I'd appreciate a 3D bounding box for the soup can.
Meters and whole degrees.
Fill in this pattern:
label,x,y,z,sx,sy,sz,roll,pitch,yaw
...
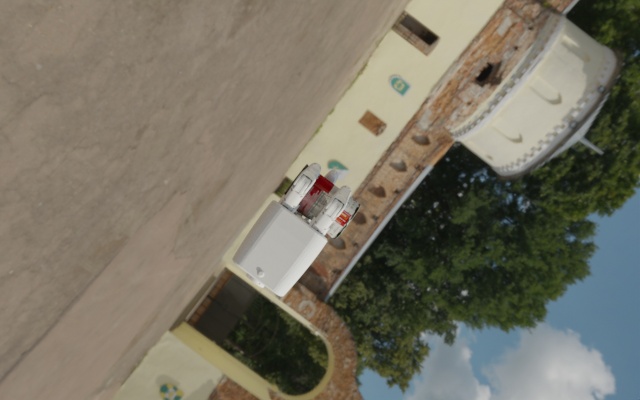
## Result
label,x,y,z,sx,sy,sz,roll,pitch,yaw
soup can,0.001,0.002,0.718,0.102,0.068,0.068,37,-1,-1
